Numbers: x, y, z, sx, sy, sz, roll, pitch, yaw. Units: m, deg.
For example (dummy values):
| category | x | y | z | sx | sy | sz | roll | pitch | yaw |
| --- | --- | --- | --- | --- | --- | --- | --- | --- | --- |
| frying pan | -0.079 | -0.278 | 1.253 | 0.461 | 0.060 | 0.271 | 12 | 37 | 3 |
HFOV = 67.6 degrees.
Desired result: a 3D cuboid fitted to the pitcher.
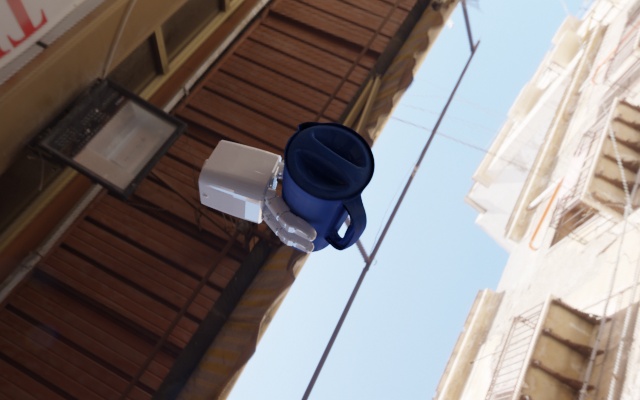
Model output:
| category | x | y | z | sx | sy | sz | roll | pitch | yaw |
| --- | --- | --- | --- | --- | --- | --- | --- | --- | --- |
| pitcher | 0.000 | 0.002 | 0.778 | 0.145 | 0.149 | 0.243 | 17 | -29 | 0 |
